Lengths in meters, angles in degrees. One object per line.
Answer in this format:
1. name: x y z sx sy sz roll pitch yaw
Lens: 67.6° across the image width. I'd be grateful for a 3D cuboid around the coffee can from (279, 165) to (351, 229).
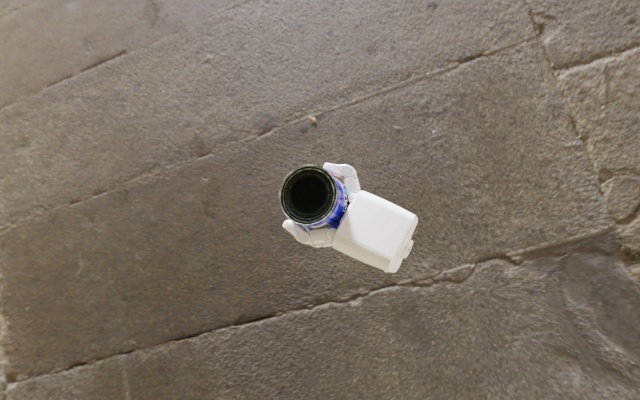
1. coffee can: 0.000 0.003 0.844 0.103 0.103 0.140 0 -10 18
